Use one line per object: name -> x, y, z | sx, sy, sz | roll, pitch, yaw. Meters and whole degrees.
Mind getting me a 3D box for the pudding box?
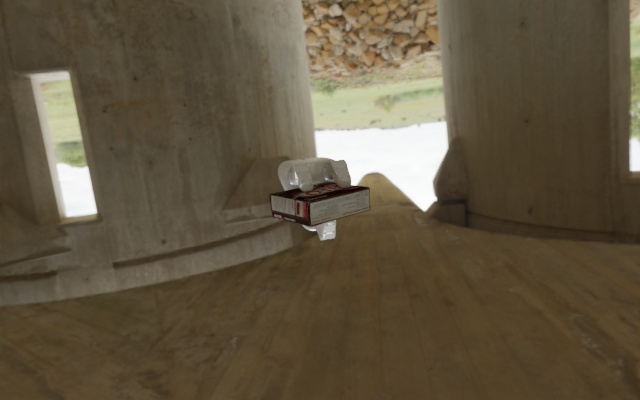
pudding box -> 0.000, 0.002, 0.667 | 0.113, 0.039, 0.090 | -16, 16, -37
